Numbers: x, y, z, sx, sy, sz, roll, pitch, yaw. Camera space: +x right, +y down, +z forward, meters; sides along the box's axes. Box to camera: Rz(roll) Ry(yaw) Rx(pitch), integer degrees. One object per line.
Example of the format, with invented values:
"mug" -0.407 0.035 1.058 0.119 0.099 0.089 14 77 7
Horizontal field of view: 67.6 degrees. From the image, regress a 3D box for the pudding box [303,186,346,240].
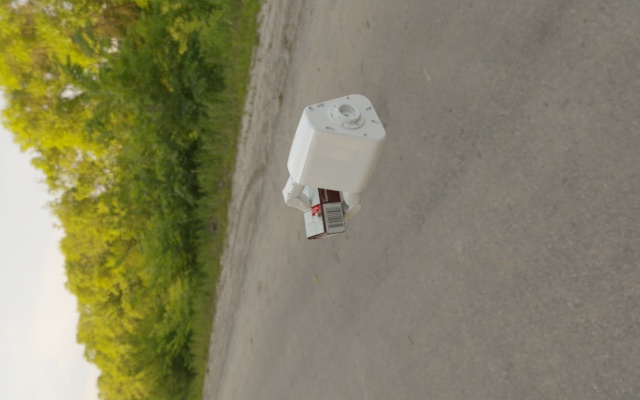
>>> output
"pudding box" 0.000 0.003 0.769 0.039 0.113 0.090 -4 -8 -20
